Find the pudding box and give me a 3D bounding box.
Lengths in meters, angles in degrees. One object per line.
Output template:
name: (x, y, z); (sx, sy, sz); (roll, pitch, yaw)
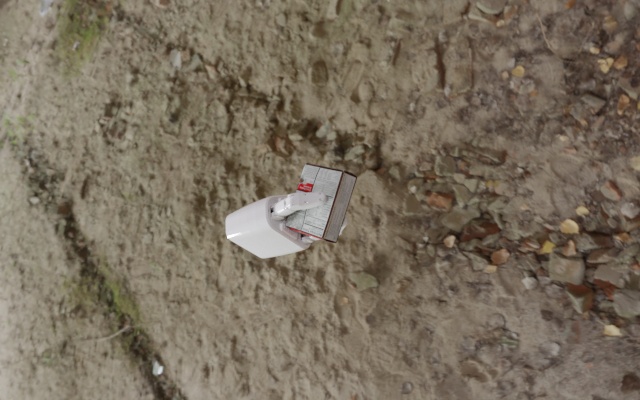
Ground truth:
pudding box: (0.000, 0.002, 0.755); (0.090, 0.113, 0.039); (16, -1, 43)
